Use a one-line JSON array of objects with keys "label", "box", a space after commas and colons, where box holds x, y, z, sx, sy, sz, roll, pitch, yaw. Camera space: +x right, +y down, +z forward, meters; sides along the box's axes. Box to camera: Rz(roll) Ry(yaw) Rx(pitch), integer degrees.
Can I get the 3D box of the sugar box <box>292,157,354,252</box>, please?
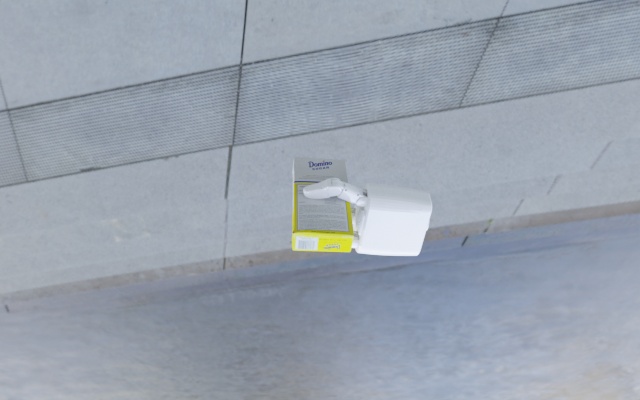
[{"label": "sugar box", "box": [0.000, 0.003, 0.777, 0.093, 0.048, 0.176, 3, 43, -5]}]
